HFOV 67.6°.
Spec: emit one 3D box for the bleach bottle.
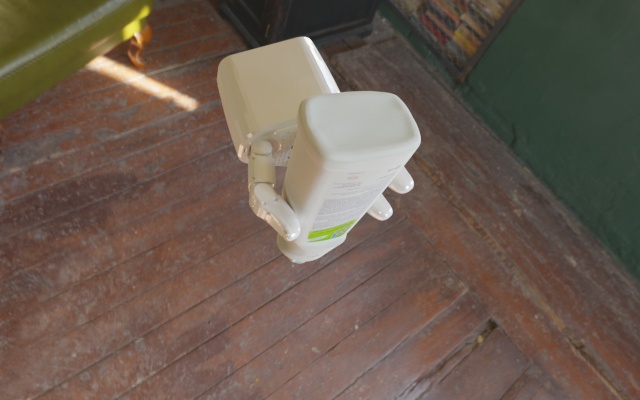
[{"bbox_3d":[0.000,0.002,0.473,0.102,0.068,0.251,-10,-27,-24],"label":"bleach bottle"}]
